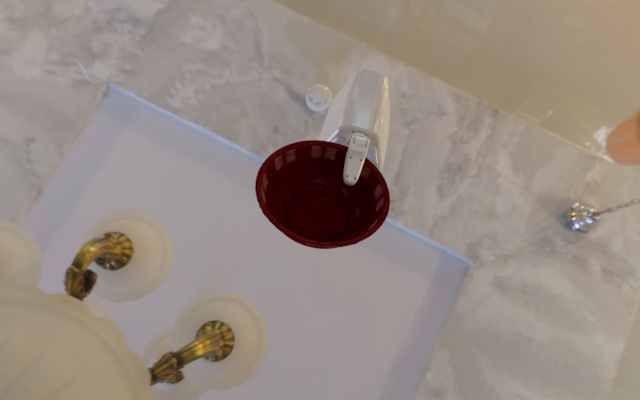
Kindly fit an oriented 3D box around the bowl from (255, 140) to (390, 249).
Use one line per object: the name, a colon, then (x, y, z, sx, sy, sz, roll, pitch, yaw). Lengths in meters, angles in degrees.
bowl: (-0.001, 0.003, 0.584, 0.162, 0.162, 0.055, 0, -38, -12)
